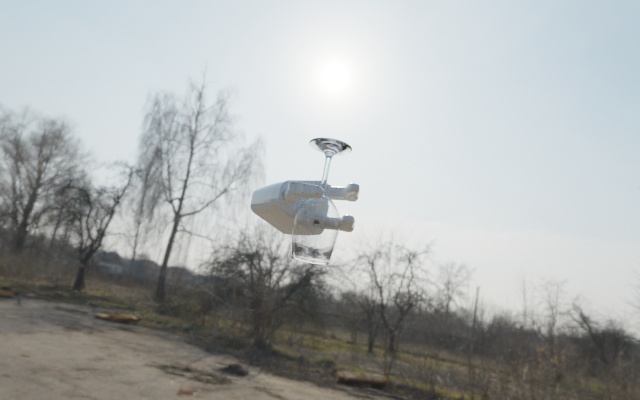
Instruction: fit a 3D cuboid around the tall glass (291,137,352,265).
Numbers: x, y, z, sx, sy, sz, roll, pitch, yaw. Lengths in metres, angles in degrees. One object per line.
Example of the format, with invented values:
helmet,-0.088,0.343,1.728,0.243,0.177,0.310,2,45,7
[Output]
tall glass,0.000,0.002,0.792,0.079,0.201,0.079,10,-13,2
